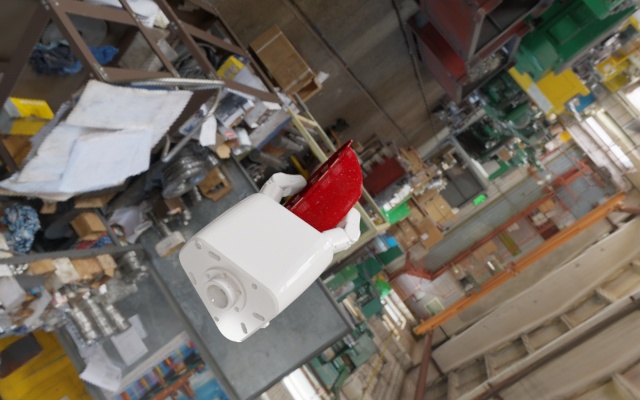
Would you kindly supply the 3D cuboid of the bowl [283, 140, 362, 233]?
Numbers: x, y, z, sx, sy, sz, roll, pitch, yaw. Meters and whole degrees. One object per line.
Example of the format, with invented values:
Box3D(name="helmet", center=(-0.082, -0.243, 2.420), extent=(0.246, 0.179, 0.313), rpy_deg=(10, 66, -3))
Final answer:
Box3D(name="bowl", center=(0.001, 0.001, 0.585), extent=(0.055, 0.162, 0.162), rpy_deg=(43, -6, -6))
